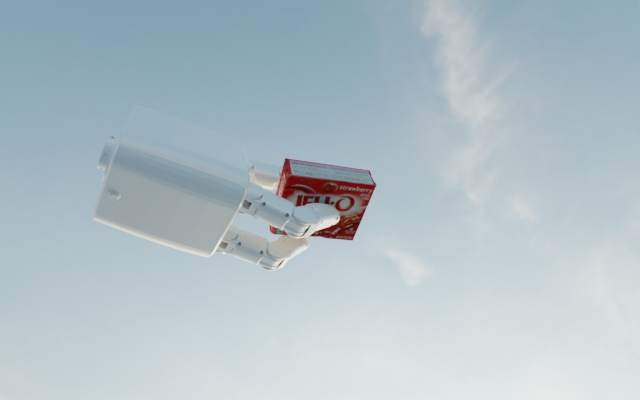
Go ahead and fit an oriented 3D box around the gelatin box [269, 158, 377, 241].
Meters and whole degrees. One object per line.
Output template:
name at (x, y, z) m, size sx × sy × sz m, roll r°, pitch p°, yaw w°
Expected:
gelatin box at (0.000, 0.001, 0.467) m, size 0.089 × 0.073 × 0.030 m, roll 6°, pitch 37°, yaw -18°
